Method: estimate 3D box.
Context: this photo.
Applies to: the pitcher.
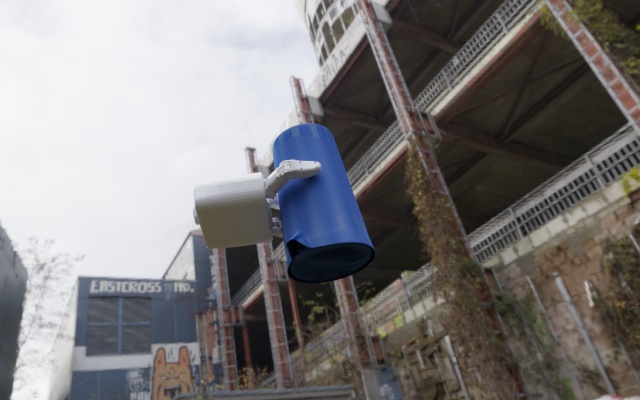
[{"bbox_3d":[0.000,0.003,0.767,0.145,0.242,0.149,-9,-31,-7],"label":"pitcher"}]
